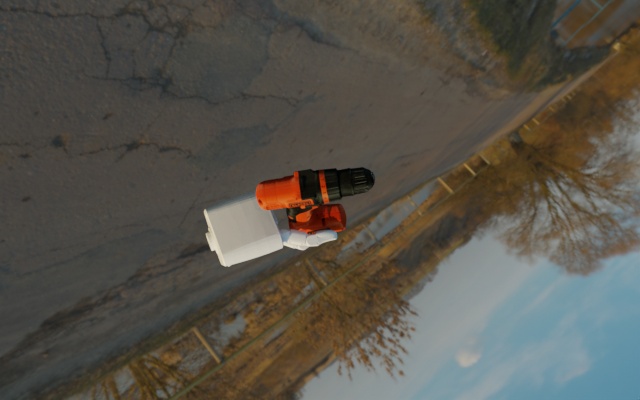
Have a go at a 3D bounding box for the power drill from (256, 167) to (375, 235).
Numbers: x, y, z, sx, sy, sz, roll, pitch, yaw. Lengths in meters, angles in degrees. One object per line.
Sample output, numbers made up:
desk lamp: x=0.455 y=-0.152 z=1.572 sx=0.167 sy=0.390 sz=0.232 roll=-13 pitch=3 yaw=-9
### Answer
power drill: x=0.000 y=0.003 z=0.801 sx=0.184 sy=0.057 sz=0.188 roll=-7 pitch=-23 yaw=5
